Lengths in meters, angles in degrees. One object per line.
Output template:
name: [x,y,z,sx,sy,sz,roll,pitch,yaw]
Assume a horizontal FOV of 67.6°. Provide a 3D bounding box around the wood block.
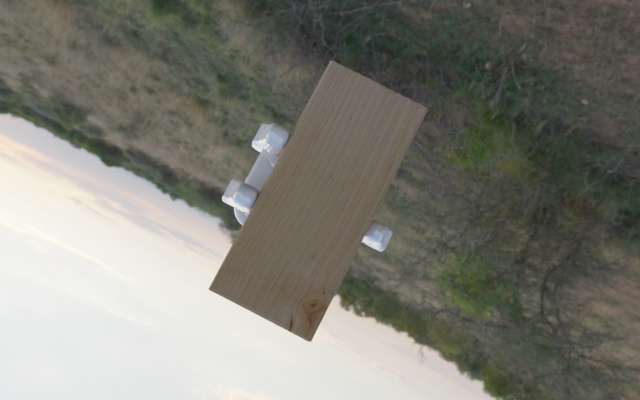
wood block: [0.000,0.002,0.414,0.091,0.206,0.090,27,-6,2]
